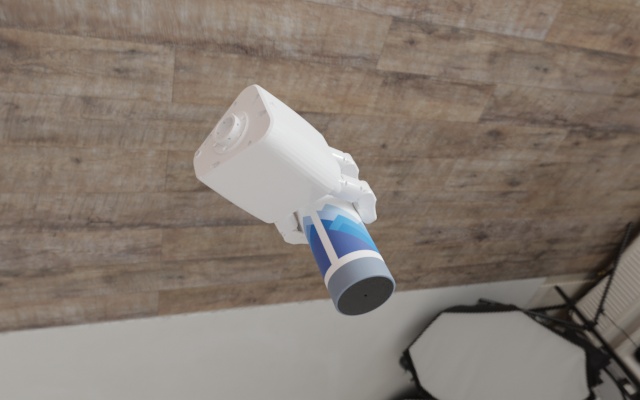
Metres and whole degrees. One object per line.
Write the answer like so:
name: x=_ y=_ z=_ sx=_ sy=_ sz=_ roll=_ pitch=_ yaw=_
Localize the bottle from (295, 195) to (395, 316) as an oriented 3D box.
bottle: x=0.000 y=0.002 z=0.588 sx=0.069 sy=0.069 sz=0.295 roll=0 pitch=41 yaw=-24
